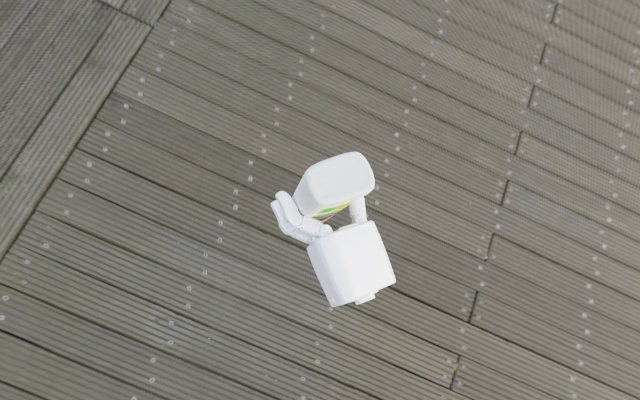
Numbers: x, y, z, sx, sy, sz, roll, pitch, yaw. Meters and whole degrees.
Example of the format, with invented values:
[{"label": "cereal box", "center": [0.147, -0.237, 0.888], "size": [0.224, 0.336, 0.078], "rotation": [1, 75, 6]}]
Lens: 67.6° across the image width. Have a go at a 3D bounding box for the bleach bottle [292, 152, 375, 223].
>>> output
[{"label": "bleach bottle", "center": [0.000, 0.003, 0.784], "size": [0.102, 0.068, 0.251], "rotation": [-19, -11, -17]}]
